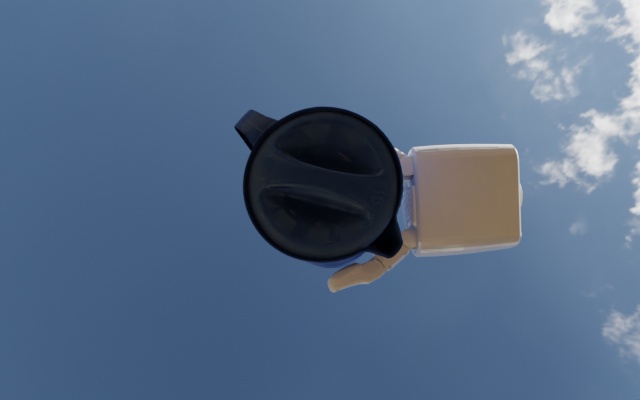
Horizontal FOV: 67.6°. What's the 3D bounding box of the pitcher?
[{"bbox_3d":[0.000,0.002,0.505,0.145,0.149,0.243,-5,-13,2],"label":"pitcher"}]
